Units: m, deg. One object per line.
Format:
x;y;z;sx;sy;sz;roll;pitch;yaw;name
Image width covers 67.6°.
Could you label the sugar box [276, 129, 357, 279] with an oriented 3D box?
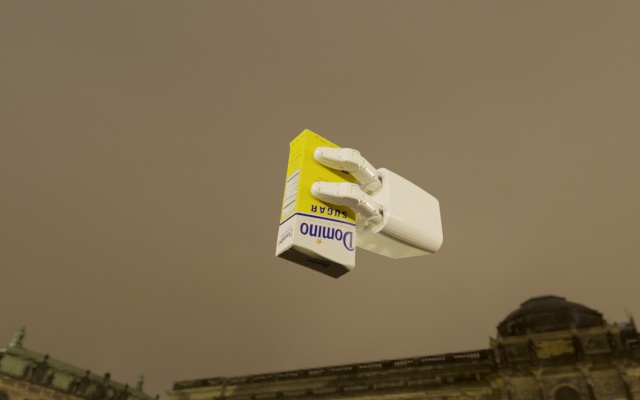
0.001;0.002;0.610;0.093;0.176;0.048;24;-41;-27;sugar box
